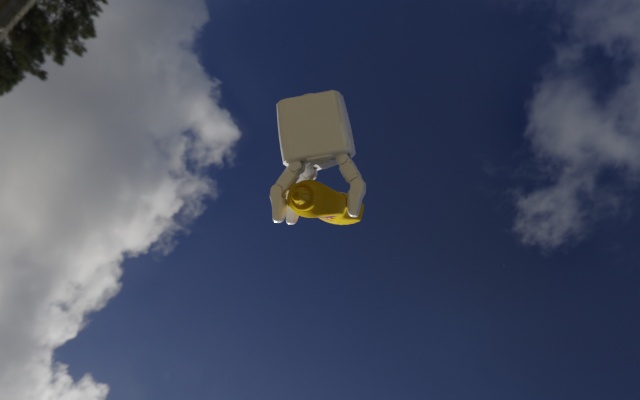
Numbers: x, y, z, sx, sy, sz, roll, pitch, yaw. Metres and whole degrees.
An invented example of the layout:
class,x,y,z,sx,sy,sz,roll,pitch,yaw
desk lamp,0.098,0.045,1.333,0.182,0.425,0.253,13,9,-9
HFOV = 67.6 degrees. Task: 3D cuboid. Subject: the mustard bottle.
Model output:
class,x,y,z,sx,sy,sz,roll,pitch,yaw
mustard bottle,0.000,0.003,0.774,0.096,0.058,0.191,12,-3,22
